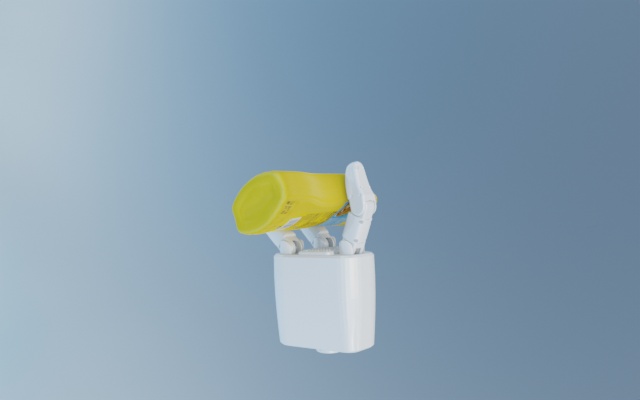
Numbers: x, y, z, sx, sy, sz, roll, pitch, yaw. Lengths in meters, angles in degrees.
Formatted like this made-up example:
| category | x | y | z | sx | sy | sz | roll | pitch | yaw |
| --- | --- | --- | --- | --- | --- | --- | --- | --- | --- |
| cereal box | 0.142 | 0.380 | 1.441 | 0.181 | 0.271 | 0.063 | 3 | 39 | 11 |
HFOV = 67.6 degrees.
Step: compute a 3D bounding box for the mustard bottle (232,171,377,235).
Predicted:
| category | x | y | z | sx | sy | sz | roll | pitch | yaw |
| --- | --- | --- | --- | --- | --- | --- | --- | --- | --- |
| mustard bottle | 0.000 | 0.002 | 0.561 | 0.191 | 0.058 | 0.096 | -1 | -25 | -44 |
